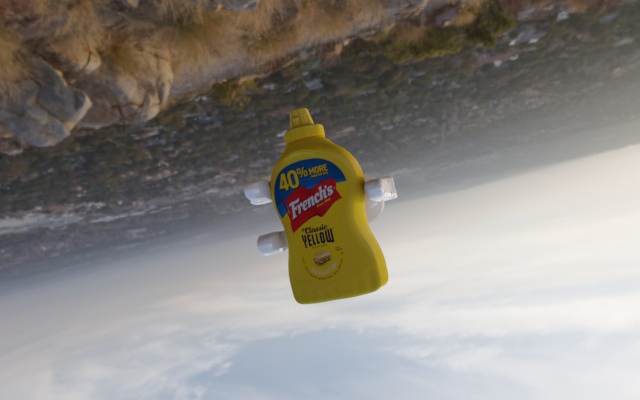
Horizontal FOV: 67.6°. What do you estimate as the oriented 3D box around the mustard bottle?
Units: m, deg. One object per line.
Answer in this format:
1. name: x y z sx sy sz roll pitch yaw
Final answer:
1. mustard bottle: 0.000 0.002 0.477 0.096 0.191 0.058 -15 -4 26
